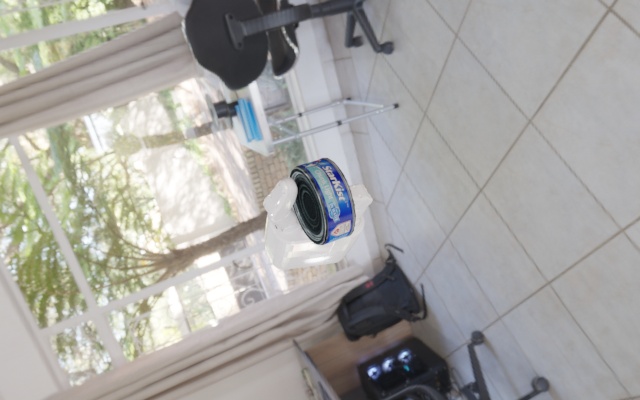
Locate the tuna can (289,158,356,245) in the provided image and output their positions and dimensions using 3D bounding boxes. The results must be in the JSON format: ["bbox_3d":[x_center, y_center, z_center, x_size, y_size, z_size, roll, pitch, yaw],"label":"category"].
[{"bbox_3d":[0.000,0.002,0.487,0.034,0.086,0.086,-18,7,-22],"label":"tuna can"}]
